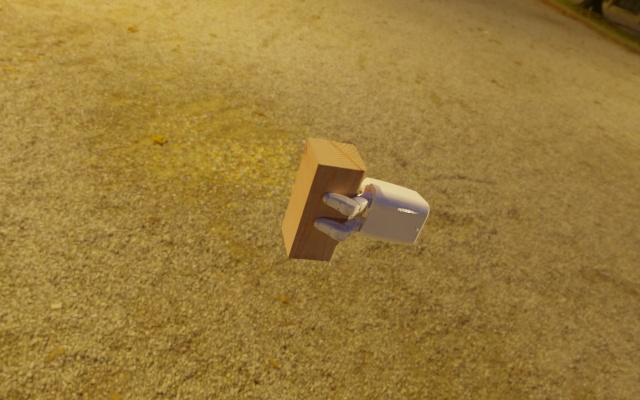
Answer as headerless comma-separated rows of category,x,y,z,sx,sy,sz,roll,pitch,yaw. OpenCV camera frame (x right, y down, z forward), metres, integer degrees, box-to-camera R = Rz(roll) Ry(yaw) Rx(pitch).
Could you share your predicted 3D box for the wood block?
wood block,0.000,0.003,0.865,0.090,0.206,0.090,7,34,-19
